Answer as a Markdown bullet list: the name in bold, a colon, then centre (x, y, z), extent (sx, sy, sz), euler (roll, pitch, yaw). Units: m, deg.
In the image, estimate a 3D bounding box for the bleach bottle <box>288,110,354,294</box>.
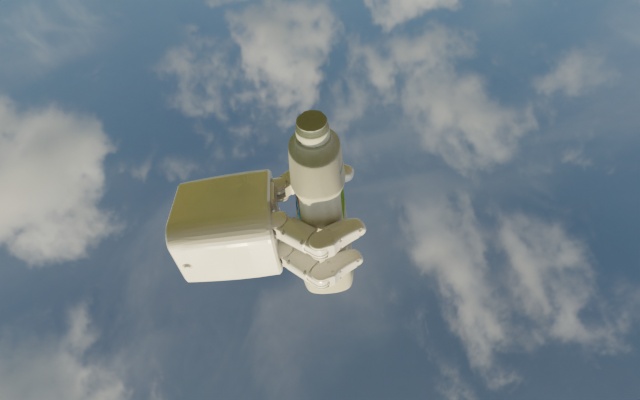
- **bleach bottle**: centre (0.000, 0.002, 0.523), extent (0.068, 0.102, 0.251), euler (-6, -39, 0)
